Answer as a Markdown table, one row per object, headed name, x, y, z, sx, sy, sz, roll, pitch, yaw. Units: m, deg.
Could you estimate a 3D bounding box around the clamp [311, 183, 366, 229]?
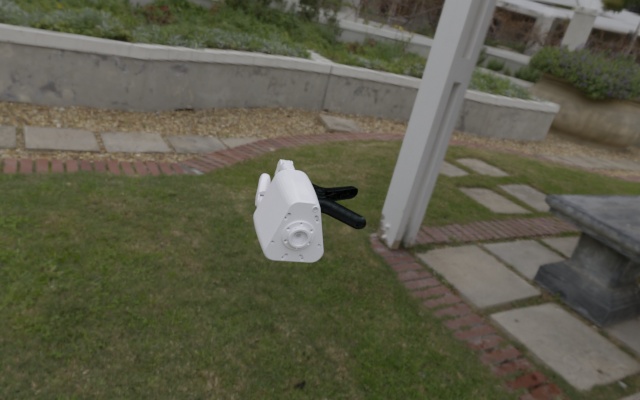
| name | x | y | z | sx | sy | sz | roll | pitch | yaw |
| --- | --- | --- | --- | --- | --- | --- | --- | --- | --- |
| clamp | 0.000 | 0.002 | 0.828 | 0.171 | 0.039 | 0.120 | 6 | 26 | -18 |
